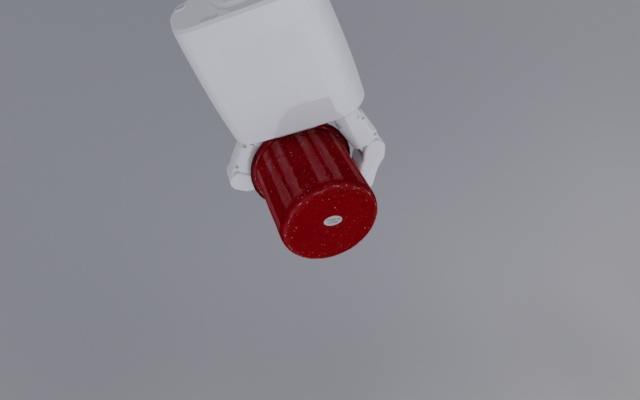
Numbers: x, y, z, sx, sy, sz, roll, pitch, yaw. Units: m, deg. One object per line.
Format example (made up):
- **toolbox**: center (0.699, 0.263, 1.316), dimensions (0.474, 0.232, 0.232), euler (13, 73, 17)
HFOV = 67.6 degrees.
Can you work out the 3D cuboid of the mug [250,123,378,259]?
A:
- **mug**: center (0.001, 0.002, 0.408), dimensions (0.093, 0.081, 0.117), euler (-28, -45, 1)
